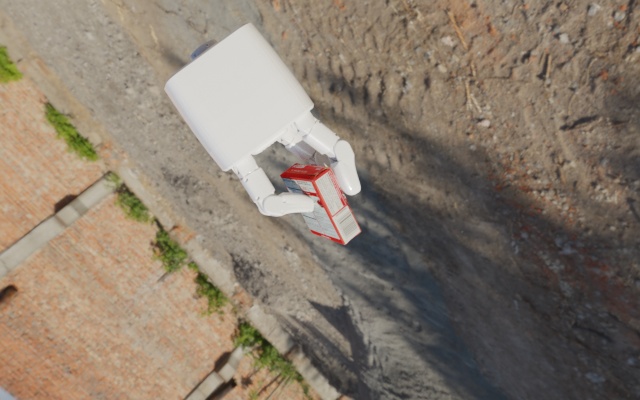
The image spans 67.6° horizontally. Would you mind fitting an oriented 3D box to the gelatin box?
[{"bbox_3d":[0.000,0.002,0.545,0.030,0.089,0.073,-37,24,-23],"label":"gelatin box"}]
